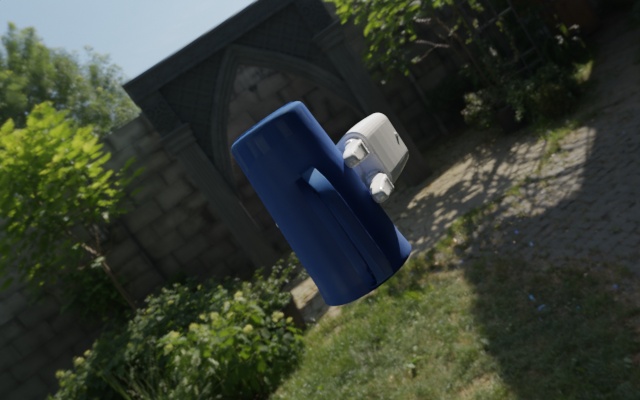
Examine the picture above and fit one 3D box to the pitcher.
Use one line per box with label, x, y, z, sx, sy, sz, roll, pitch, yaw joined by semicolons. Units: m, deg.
pitcher;0.000;0.002;0.596;0.149;0.243;0.145;-28;11;37
